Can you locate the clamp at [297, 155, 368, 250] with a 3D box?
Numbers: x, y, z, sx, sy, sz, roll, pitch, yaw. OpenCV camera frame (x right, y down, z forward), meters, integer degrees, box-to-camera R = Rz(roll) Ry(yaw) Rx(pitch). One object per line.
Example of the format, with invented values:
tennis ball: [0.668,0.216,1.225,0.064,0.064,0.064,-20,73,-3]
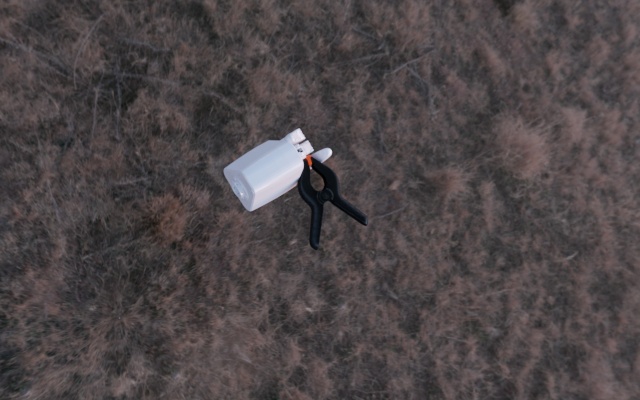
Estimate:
clamp: [0.000,0.003,0.883,0.120,0.171,0.039,-34,2,-21]
